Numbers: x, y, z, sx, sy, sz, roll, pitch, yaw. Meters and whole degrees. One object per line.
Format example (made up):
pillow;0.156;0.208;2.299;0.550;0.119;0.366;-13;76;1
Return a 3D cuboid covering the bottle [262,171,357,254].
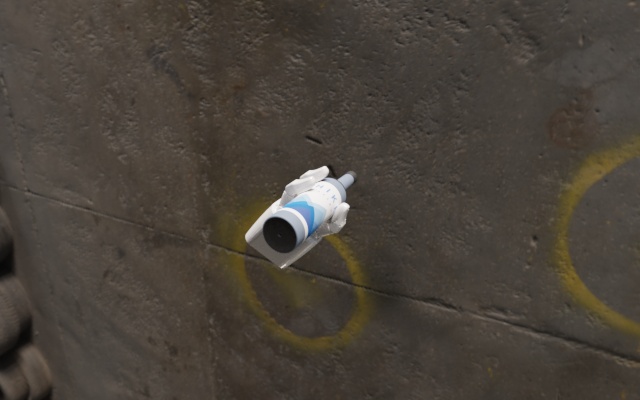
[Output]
bottle;0.000;0.003;0.878;0.069;0.069;0.295;0;21;28
